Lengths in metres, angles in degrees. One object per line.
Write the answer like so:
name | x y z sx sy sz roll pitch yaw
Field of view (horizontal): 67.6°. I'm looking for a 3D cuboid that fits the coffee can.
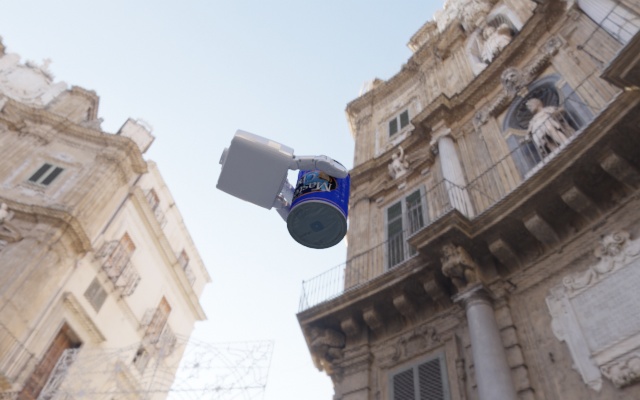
coffee can | 0.000 0.003 0.849 0.103 0.103 0.140 0 36 7
